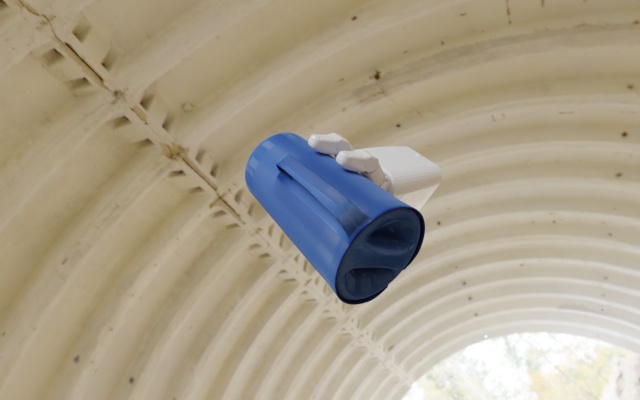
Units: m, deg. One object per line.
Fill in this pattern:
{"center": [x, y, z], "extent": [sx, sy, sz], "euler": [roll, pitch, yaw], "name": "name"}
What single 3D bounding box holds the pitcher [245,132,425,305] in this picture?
{"center": [0.000, 0.002, 0.603], "extent": [0.145, 0.149, 0.242], "euler": [-12, 37, -36], "name": "pitcher"}
